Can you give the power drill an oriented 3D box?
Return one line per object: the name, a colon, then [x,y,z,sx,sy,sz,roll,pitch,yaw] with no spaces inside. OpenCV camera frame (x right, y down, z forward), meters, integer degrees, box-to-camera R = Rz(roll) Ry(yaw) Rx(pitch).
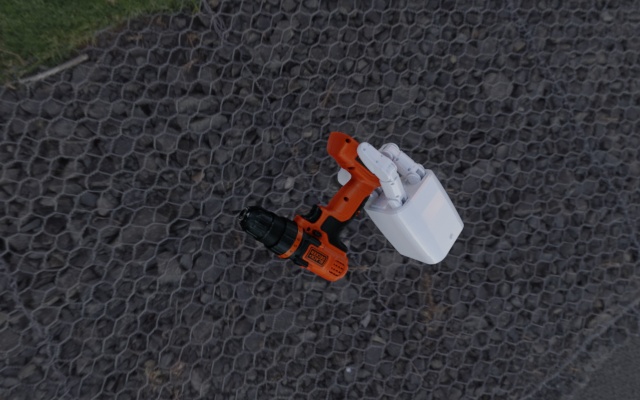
power drill: [0.001,0.002,0.661,0.184,0.187,0.057,34,-2,-33]
